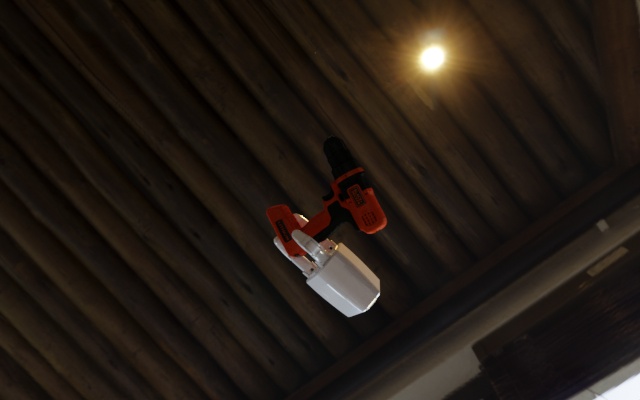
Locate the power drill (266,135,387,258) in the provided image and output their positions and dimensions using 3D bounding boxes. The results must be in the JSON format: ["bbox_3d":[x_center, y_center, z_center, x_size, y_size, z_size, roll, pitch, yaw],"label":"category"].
[{"bbox_3d":[0.000,0.003,0.845,0.188,0.184,0.057,-30,-9,17],"label":"power drill"}]
